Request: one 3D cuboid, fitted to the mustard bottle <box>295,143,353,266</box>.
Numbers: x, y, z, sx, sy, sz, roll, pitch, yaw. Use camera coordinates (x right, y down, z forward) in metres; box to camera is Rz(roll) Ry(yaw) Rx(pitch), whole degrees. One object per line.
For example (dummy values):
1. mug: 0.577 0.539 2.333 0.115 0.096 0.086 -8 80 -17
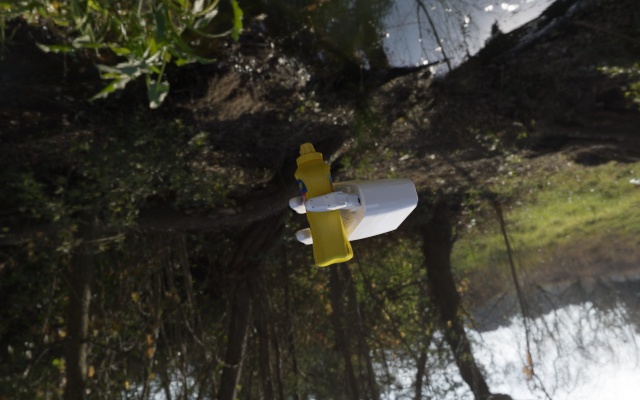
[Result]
1. mustard bottle: 0.000 0.003 0.739 0.058 0.191 0.096 -13 -11 -2
